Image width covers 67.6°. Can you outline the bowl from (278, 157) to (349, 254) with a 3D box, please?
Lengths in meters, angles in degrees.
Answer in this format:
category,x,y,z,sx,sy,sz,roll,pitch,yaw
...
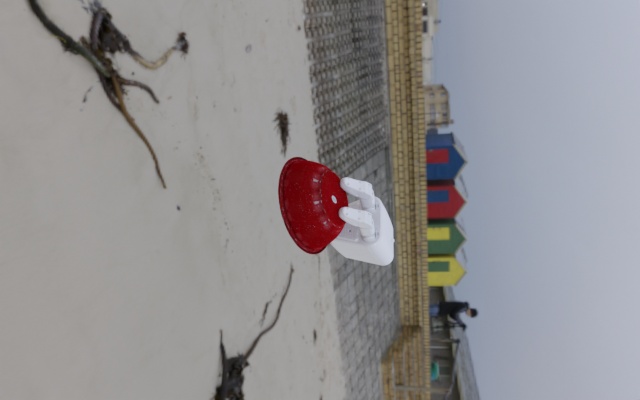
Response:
category,x,y,z,sx,sy,sz,roll,pitch,yaw
bowl,0.000,0.002,0.762,0.055,0.162,0.162,-13,-7,29
